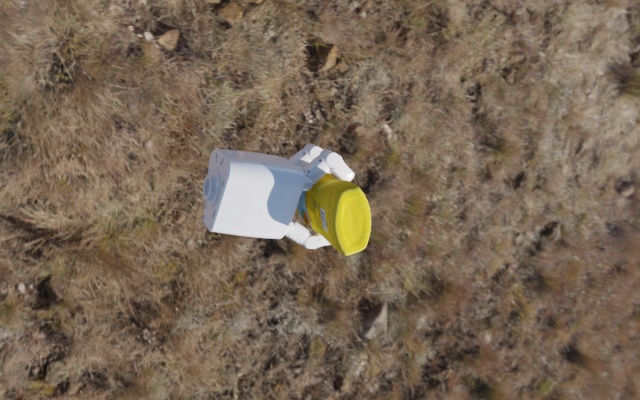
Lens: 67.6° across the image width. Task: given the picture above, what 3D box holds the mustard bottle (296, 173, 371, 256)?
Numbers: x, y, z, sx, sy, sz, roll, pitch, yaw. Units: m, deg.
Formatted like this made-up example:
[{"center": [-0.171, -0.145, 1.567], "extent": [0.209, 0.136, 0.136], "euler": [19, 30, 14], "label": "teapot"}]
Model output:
[{"center": [0.001, 0.002, 0.697], "extent": [0.058, 0.096, 0.191], "euler": [-19, 24, -22], "label": "mustard bottle"}]
